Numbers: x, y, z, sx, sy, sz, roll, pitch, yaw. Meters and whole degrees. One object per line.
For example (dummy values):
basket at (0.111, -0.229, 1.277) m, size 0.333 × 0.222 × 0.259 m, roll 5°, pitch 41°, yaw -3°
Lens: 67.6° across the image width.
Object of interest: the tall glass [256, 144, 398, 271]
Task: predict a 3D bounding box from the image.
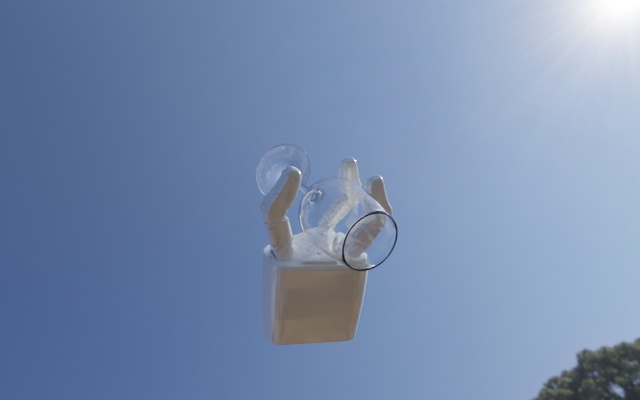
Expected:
tall glass at (0.000, 0.001, 0.521) m, size 0.079 × 0.079 × 0.201 m, roll 0°, pitch 22°, yaw -30°
